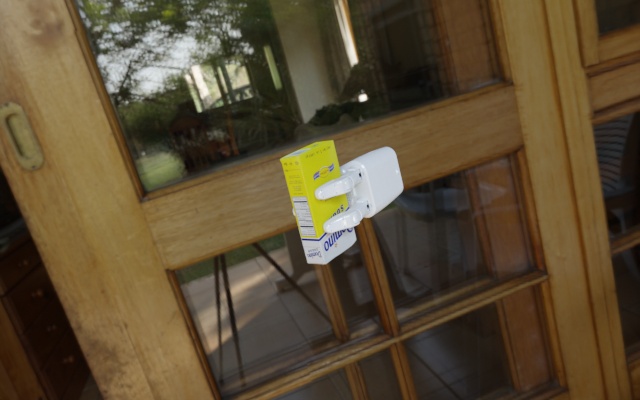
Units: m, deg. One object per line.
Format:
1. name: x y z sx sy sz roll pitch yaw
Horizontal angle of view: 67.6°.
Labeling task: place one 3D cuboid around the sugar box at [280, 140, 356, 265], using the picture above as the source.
1. sugar box: 0.001 0.002 0.755 0.048 0.176 0.093 -4 18 41
